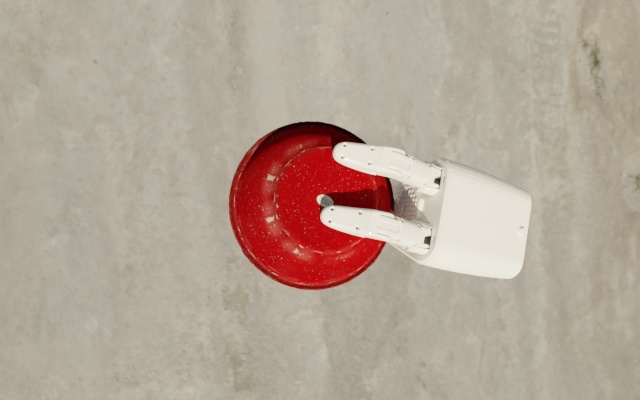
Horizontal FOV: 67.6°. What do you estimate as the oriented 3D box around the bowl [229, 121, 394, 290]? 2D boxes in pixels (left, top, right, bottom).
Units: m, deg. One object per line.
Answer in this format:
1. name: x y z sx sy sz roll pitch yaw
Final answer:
1. bowl: -0.001 0.001 0.430 0.162 0.162 0.055 0 -5 -13
